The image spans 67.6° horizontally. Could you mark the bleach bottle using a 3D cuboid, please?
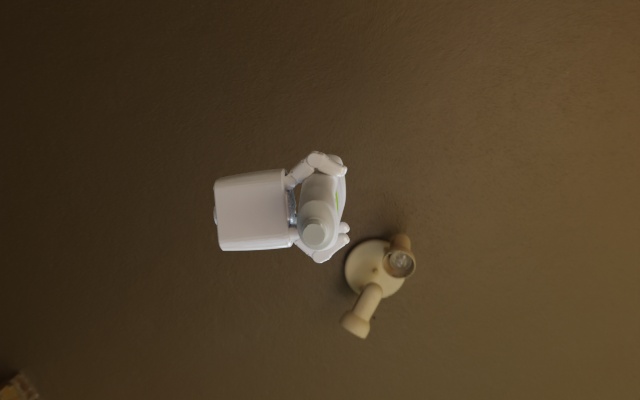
[{"bbox_3d":[0.000,0.002,0.700,0.068,0.102,0.250,-6,14,6],"label":"bleach bottle"}]
